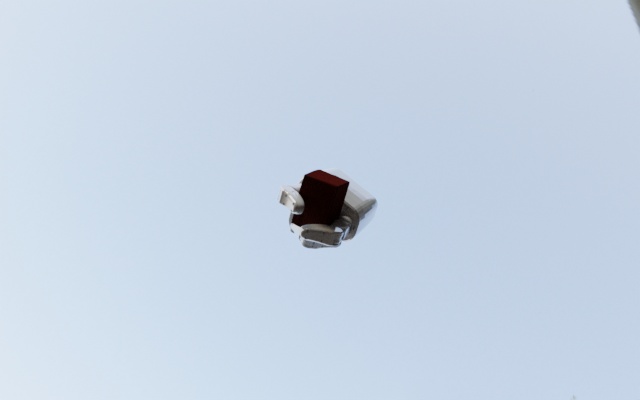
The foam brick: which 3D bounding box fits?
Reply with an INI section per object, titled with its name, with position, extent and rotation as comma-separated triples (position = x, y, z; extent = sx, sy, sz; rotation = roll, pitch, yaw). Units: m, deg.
[foam brick]
position = 0.000, 0.002, 0.674
extent = 0.053, 0.078, 0.051
rotation = 24, 21, 18
